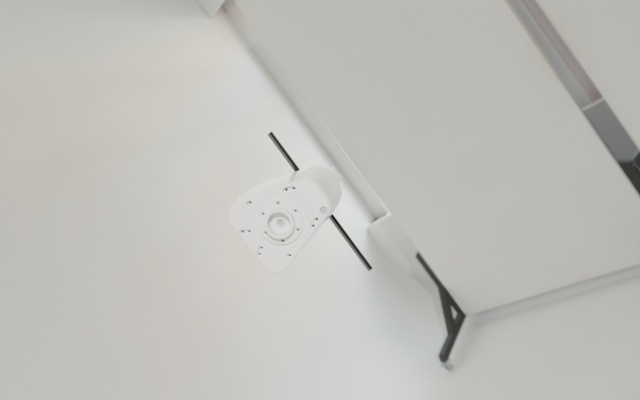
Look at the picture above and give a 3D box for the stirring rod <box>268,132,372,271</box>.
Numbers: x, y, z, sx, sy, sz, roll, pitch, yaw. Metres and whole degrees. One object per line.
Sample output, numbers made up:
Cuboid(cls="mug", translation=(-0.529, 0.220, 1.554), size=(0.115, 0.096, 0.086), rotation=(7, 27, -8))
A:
Cuboid(cls="stirring rod", translation=(0.000, 0.002, 0.677), size=(0.011, 0.239, 0.011), rotation=(-36, 4, 3))
